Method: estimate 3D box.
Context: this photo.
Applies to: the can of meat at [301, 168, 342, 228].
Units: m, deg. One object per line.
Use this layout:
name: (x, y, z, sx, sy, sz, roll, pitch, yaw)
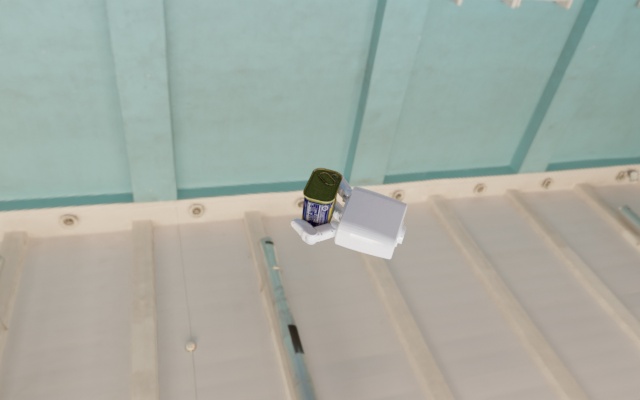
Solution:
can of meat: (0.000, 0.003, 0.882, 0.057, 0.084, 0.102, 14, 38, 6)
